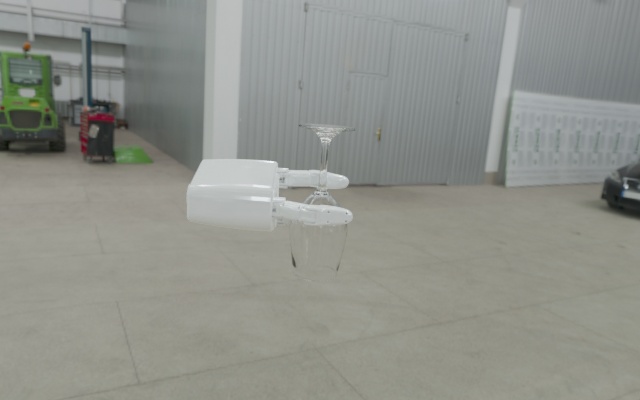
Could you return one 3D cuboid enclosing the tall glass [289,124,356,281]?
[{"bbox_3d":[0.000,0.001,0.632,0.079,0.201,0.079,4,12,-1],"label":"tall glass"}]
